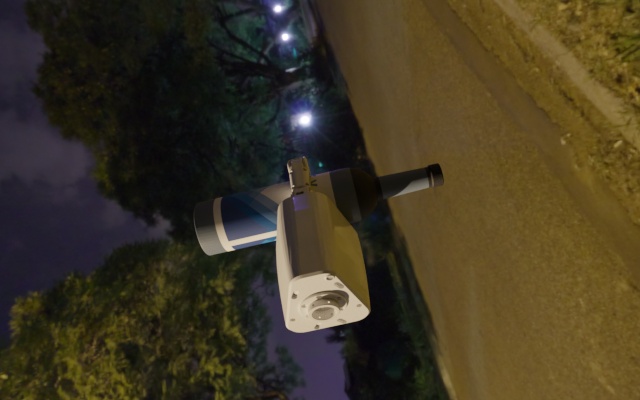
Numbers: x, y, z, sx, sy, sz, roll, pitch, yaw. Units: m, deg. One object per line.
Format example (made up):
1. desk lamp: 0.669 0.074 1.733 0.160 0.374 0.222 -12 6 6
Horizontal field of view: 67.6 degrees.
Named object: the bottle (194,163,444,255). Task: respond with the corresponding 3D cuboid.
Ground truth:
1. bottle: 0.000 0.002 0.577 0.296 0.069 0.069 -13 -1 4
